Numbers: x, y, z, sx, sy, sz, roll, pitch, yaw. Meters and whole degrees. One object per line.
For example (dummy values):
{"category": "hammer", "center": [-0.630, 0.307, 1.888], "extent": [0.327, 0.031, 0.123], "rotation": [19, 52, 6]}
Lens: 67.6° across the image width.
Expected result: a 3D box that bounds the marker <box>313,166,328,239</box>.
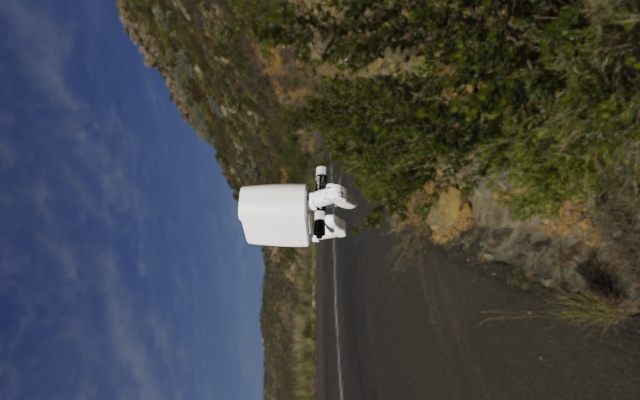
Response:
{"category": "marker", "center": [0.000, 0.002, 0.750], "extent": [0.020, 0.121, 0.020], "rotation": [2, -25, 1]}
